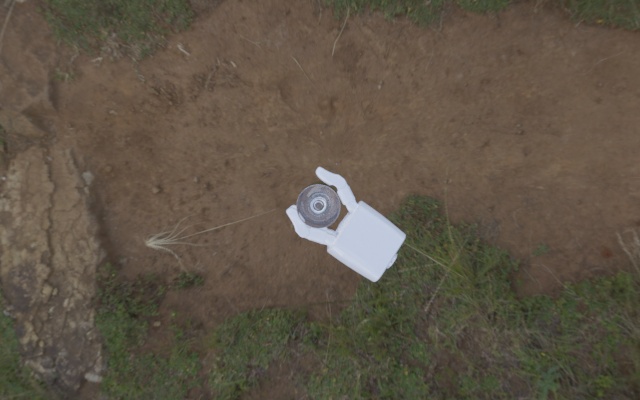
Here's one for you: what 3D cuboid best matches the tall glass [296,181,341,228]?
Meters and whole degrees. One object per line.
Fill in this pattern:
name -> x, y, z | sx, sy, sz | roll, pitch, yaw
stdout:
tall glass -> 0.000, 0.003, 0.898 | 0.079, 0.079, 0.201 | 0, 4, 2
